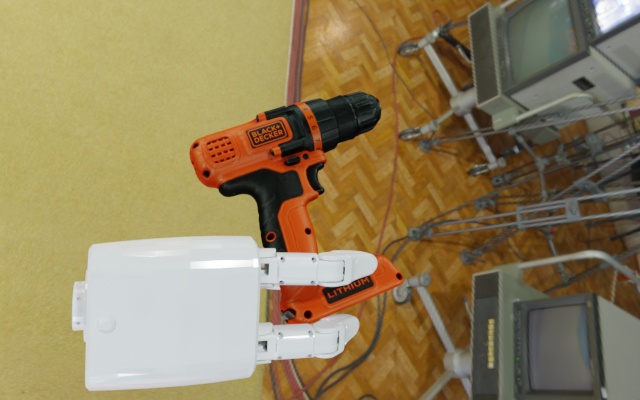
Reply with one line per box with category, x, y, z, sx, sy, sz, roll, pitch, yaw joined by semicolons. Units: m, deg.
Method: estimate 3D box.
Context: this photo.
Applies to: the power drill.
power drill;0.000;0.002;0.423;0.184;0.187;0.057;-21;-12;-15
